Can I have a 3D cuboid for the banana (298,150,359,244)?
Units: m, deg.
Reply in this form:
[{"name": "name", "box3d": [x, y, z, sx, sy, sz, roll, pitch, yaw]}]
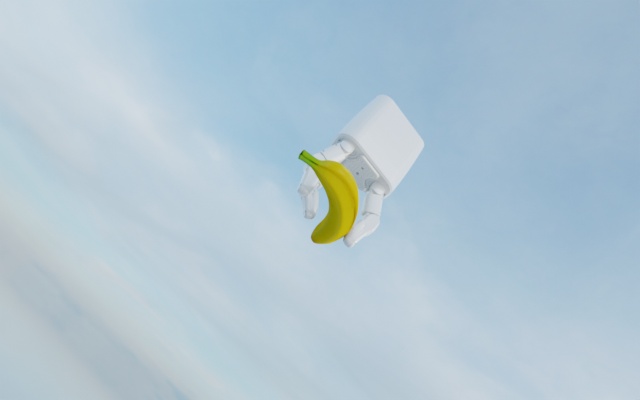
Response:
[{"name": "banana", "box3d": [0.016, 0.008, 0.605, 0.069, 0.037, 0.198, 26, -31, 20]}]
